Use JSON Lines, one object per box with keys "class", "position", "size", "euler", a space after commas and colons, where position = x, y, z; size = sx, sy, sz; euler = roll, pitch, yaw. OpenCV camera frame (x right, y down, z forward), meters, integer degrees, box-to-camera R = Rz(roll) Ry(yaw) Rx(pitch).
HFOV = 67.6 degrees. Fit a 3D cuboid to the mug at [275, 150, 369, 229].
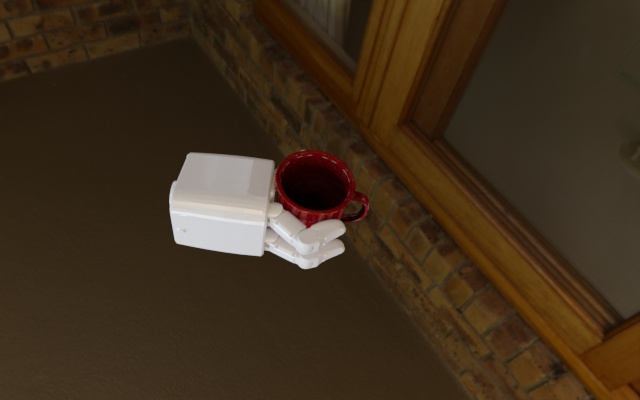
{"class": "mug", "position": [0.001, 0.002, 0.578], "size": [0.117, 0.093, 0.082], "euler": [8, -37, -6]}
